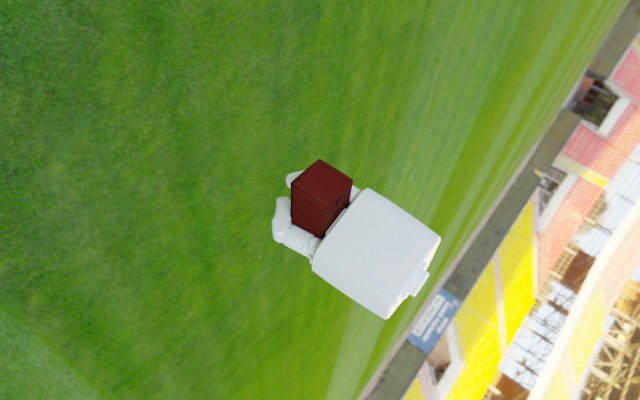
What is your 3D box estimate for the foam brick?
[{"bbox_3d":[0.000,0.002,0.557,0.051,0.053,0.078,34,-32,20],"label":"foam brick"}]
